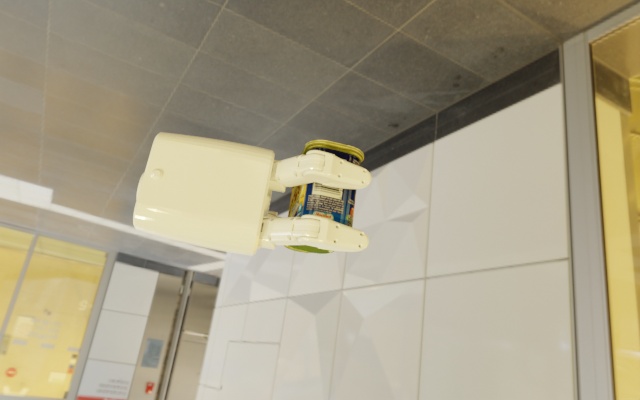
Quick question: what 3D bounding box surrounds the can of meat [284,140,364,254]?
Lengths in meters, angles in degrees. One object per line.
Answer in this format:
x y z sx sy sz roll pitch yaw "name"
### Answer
0.000 0.002 0.467 0.057 0.084 0.102 12 -20 -10 "can of meat"
